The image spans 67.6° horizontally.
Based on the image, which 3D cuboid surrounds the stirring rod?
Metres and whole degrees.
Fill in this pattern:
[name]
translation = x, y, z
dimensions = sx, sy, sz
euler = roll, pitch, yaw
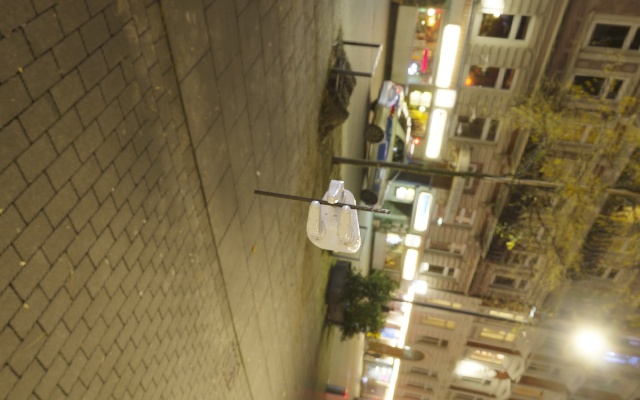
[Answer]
[stirring rod]
translation = 0.000, 0.003, 0.828
dimensions = 0.239, 0.011, 0.011
euler = 9, 1, 10
